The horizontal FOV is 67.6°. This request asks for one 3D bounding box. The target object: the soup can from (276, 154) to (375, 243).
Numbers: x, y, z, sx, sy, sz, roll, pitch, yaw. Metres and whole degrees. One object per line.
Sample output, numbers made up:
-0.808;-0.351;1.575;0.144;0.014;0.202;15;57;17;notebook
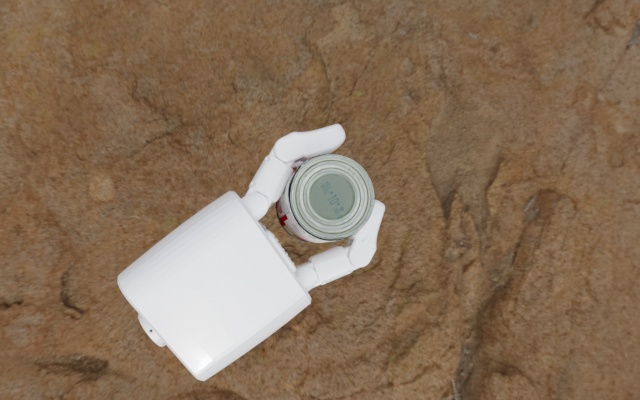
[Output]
0.001;0.001;0.404;0.068;0.068;0.102;0;-5;-10;soup can
